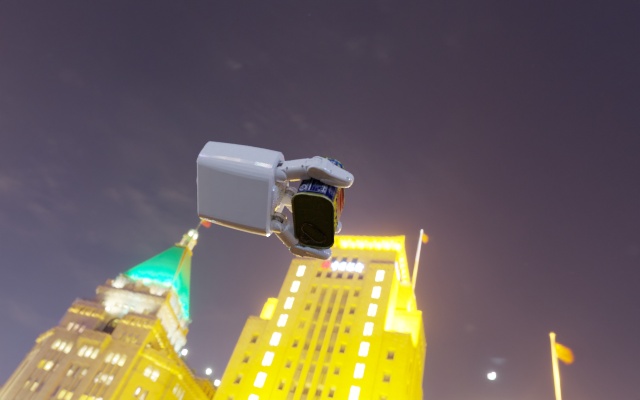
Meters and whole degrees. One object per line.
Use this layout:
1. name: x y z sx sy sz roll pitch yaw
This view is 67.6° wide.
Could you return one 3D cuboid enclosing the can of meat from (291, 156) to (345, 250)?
1. can of meat: 0.000 0.002 0.661 0.057 0.102 0.084 8 44 11
